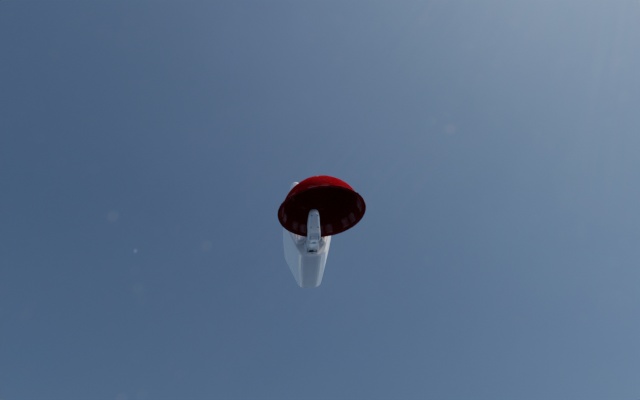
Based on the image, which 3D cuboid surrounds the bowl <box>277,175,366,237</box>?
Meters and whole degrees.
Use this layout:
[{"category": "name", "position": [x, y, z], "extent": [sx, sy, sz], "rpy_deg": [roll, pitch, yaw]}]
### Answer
[{"category": "bowl", "position": [0.001, 0.002, 0.882], "extent": [0.162, 0.055, 0.162], "rpy_deg": [-5, -36, -3]}]
